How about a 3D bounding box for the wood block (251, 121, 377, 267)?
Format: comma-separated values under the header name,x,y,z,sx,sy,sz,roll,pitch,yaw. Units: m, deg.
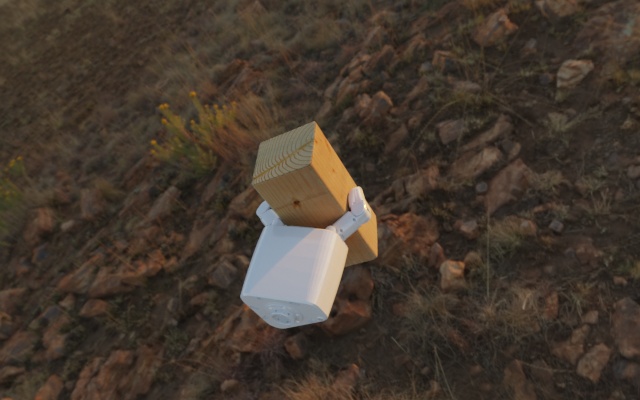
name,x,y,z,sx,sy,sz,roll,pitch,yaw
wood block,0.000,0.002,0.688,0.091,0.090,0.206,-18,-48,21
